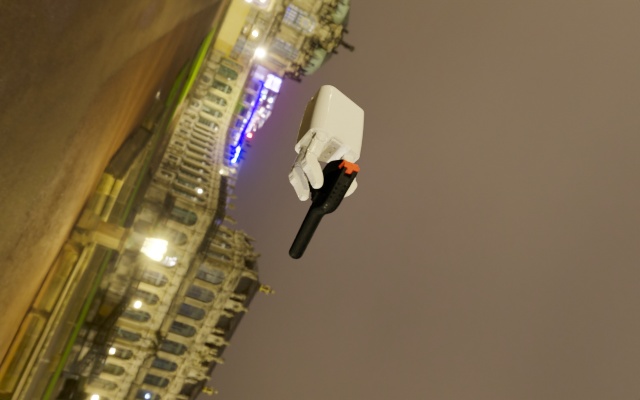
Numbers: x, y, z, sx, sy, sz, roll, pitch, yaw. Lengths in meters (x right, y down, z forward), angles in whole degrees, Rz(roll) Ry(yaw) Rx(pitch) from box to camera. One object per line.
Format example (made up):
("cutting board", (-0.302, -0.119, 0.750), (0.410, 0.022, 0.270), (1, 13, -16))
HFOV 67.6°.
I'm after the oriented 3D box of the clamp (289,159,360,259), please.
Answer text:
("clamp", (0.001, 0.003, 0.818), (0.036, 0.164, 0.210), (19, -30, -20))
